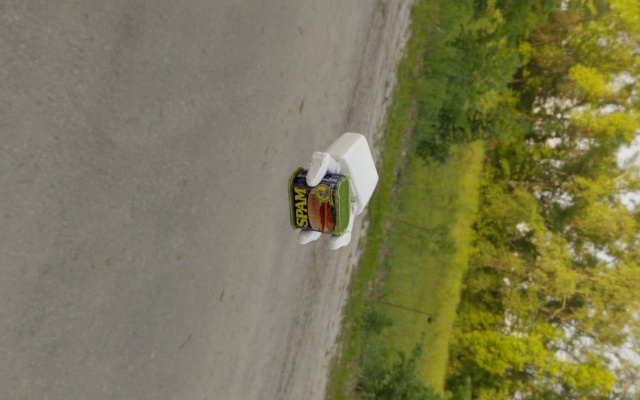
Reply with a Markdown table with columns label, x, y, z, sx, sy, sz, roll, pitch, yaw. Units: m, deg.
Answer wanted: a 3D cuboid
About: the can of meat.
| label | x | y | z | sx | sy | sz | roll | pitch | yaw |
| --- | --- | --- | --- | --- | --- | --- | --- | --- | --- |
| can of meat | 0.000 | 0.002 | 0.751 | 0.084 | 0.102 | 0.057 | 9 | 30 | 21 |
